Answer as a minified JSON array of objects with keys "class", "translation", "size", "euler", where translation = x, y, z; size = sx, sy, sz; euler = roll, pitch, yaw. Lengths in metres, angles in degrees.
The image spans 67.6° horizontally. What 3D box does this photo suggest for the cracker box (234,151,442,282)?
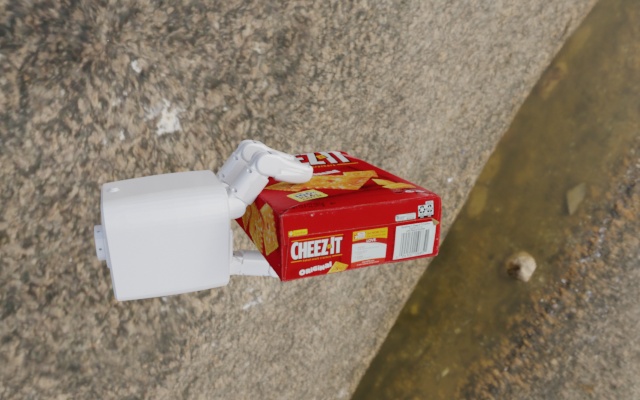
[{"class":"cracker box","translation":[0.000,0.002,0.516],"size":[0.164,0.072,0.213],"euler":[-6,20,-22]}]
